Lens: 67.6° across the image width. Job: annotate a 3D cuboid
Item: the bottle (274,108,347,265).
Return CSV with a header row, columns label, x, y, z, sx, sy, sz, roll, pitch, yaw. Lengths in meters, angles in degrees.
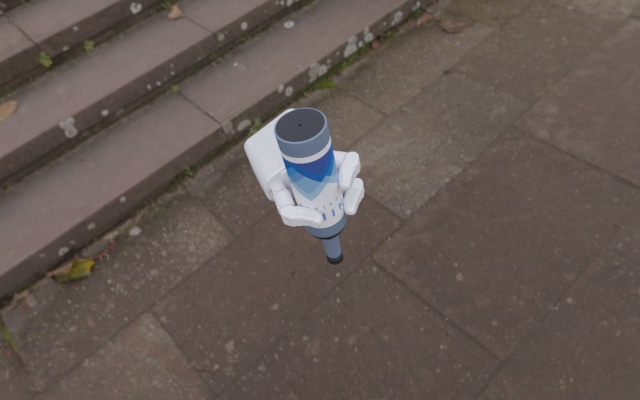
label,x,y,z,sx,sy,sz,roll,pitch,yaw
bottle,0.000,0.002,0.692,0.069,0.069,0.296,0,-40,13
